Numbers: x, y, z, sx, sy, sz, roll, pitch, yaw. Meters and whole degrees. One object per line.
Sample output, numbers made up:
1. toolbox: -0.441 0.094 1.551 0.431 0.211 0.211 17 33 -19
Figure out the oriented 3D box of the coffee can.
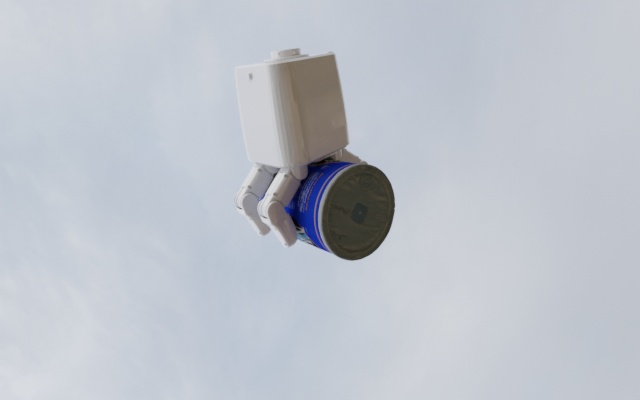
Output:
1. coffee can: 0.000 0.002 0.550 0.103 0.103 0.140 0 9 -38
